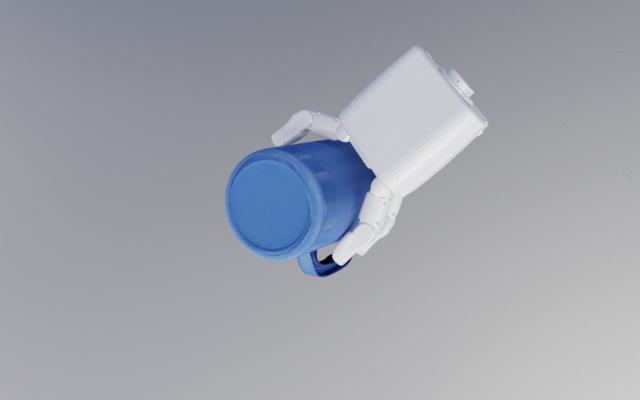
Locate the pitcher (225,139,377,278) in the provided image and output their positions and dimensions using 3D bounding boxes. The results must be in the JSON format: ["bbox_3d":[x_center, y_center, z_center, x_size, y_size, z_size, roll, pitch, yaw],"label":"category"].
[{"bbox_3d":[0.000,0.002,0.551,0.145,0.149,0.243,-41,-10,23],"label":"pitcher"}]
